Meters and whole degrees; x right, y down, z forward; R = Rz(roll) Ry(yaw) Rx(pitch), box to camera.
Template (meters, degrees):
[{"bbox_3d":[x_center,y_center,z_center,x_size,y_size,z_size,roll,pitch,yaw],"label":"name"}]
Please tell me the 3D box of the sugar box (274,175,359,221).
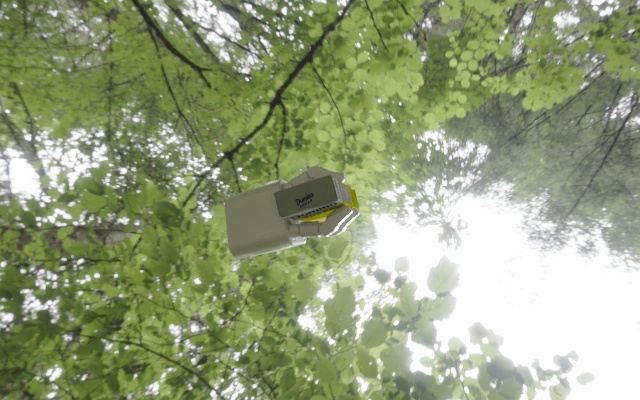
[{"bbox_3d":[0.000,0.003,0.769,0.093,0.048,0.176,-17,-7,13],"label":"sugar box"}]
